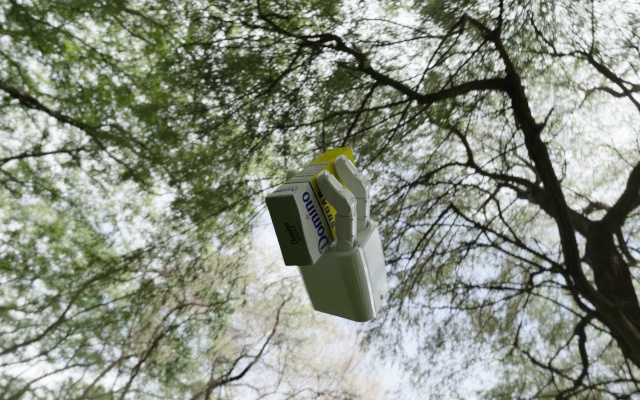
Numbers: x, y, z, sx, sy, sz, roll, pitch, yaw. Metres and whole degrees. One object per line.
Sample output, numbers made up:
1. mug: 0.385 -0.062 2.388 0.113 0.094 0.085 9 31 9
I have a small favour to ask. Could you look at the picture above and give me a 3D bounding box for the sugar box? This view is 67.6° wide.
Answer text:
1. sugar box: 0.001 0.002 0.614 0.048 0.093 0.176 -5 22 26
